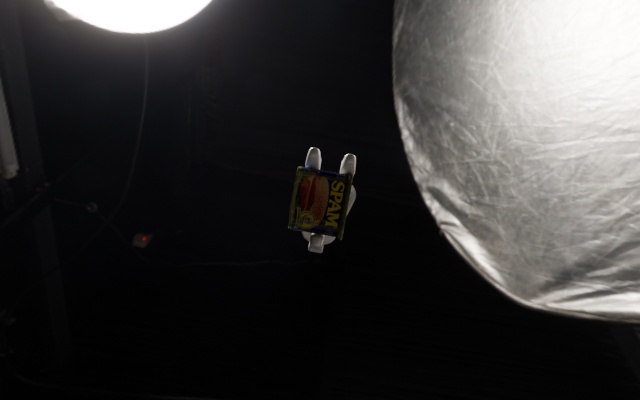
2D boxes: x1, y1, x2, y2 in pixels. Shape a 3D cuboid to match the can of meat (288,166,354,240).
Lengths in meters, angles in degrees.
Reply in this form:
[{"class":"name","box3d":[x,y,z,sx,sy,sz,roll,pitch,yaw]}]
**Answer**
[{"class":"can of meat","box3d":[0.000,0.002,0.726,0.084,0.102,0.057,10,1,1]}]
